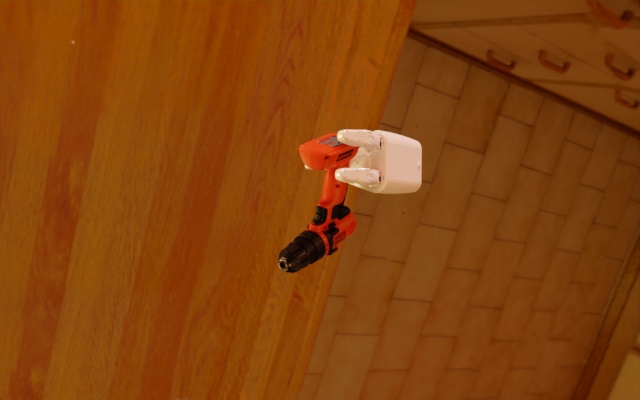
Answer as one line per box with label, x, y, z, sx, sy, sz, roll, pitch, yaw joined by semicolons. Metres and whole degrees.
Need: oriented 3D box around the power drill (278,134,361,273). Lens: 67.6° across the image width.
power drill;0.000;0.002;0.727;0.057;0.188;0.184;19;29;27
